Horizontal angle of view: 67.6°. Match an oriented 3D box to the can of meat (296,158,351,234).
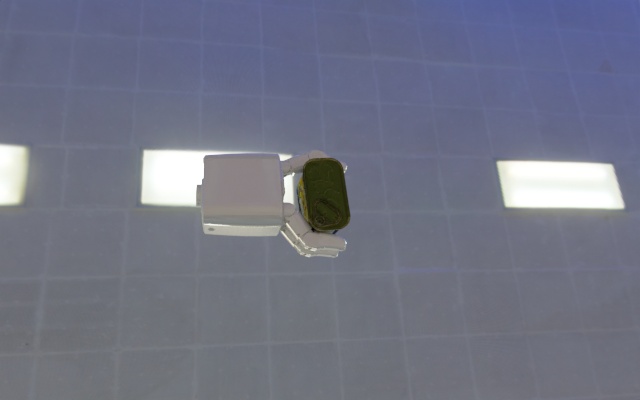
[{"bbox_3d":[0.000,0.002,0.676,0.057,0.102,0.084,-4,-16,-13],"label":"can of meat"}]
